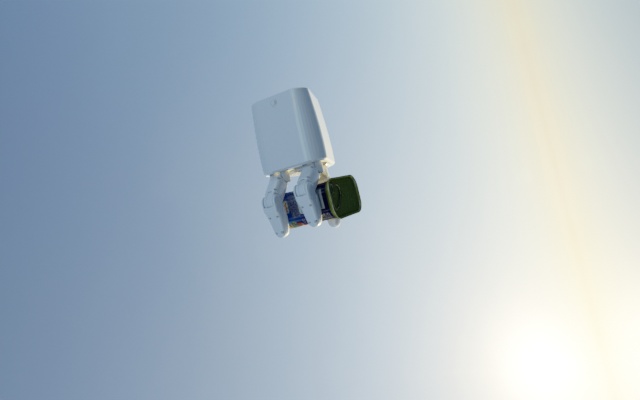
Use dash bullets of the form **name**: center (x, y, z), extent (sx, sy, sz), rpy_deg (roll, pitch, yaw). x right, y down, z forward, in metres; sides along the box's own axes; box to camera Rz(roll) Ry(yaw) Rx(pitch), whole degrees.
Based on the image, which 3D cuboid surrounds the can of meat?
- **can of meat**: center (0.000, 0.002, 0.687), extent (0.084, 0.057, 0.102), rpy_deg (-14, 1, 26)
